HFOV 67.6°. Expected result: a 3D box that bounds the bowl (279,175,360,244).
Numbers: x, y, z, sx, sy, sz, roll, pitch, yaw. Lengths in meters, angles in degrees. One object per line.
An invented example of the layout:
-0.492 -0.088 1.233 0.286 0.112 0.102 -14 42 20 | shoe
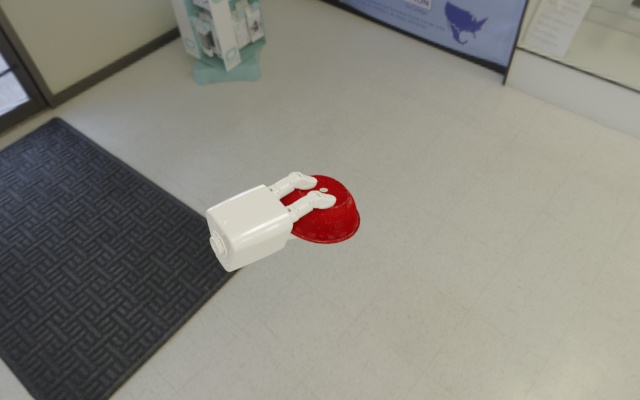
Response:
0.001 0.002 0.861 0.162 0.055 0.162 9 39 -8 | bowl
